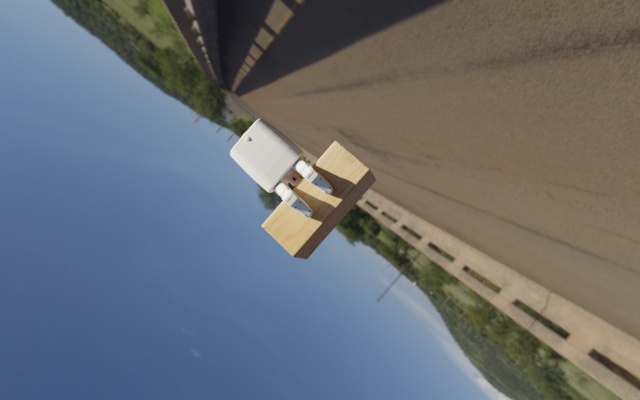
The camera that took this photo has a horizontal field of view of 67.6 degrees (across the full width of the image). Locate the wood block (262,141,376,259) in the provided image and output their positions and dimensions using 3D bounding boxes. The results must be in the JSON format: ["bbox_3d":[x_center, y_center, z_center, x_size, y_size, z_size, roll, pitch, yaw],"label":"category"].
[{"bbox_3d":[0.000,0.003,0.897,0.090,0.206,0.091,42,3,16],"label":"wood block"}]
